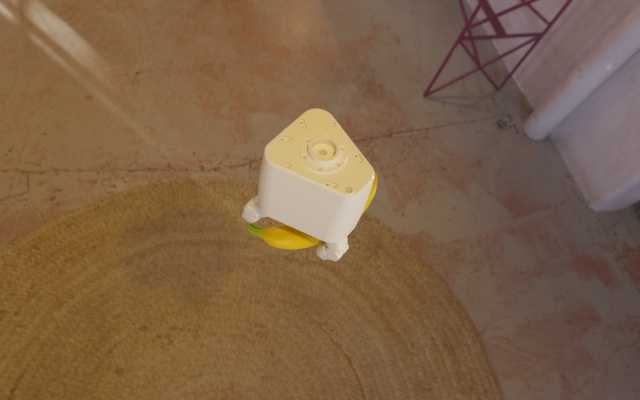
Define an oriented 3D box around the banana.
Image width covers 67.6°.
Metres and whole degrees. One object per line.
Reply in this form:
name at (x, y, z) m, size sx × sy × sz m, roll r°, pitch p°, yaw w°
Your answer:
banana at (0.006, 0.018, 0.636) m, size 0.198 × 0.069 × 0.037 m, roll -23°, pitch -25°, yaw -18°
